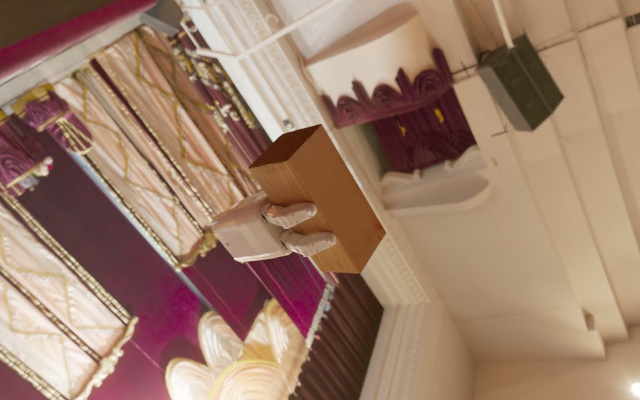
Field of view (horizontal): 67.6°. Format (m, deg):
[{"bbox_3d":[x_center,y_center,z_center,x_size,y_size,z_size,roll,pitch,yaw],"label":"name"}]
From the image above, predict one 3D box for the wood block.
[{"bbox_3d":[0.000,0.002,0.708,0.090,0.206,0.090,-6,36,45],"label":"wood block"}]
